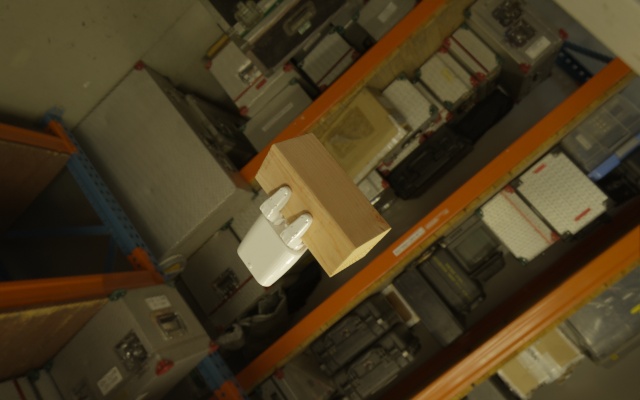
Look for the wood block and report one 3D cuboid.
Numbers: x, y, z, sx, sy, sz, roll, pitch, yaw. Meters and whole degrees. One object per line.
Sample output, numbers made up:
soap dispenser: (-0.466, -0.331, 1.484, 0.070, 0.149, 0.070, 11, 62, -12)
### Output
wood block: (0.000, 0.003, 0.761, 0.091, 0.206, 0.090, -24, -21, -42)
